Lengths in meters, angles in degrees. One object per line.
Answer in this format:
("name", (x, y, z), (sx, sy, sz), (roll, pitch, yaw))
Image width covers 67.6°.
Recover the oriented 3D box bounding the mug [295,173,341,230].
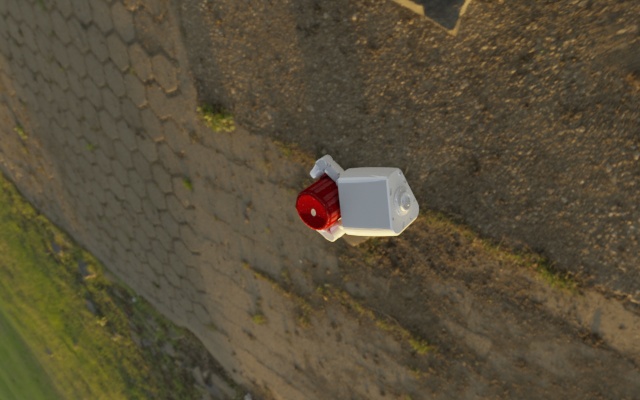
("mug", (-0.001, 0.003, 0.894), (0.117, 0.093, 0.081), (-1, 25, 43))
